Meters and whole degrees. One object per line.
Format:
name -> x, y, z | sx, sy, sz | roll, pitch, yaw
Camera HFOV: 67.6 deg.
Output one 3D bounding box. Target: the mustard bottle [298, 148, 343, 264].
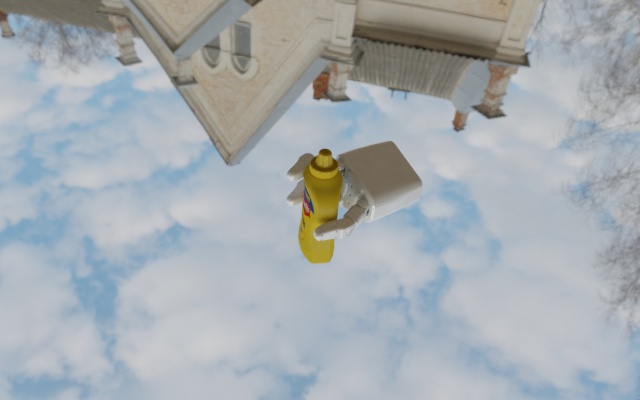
mustard bottle -> 0.000, 0.003, 0.730 | 0.058, 0.192, 0.096 | -2, 43, -10
